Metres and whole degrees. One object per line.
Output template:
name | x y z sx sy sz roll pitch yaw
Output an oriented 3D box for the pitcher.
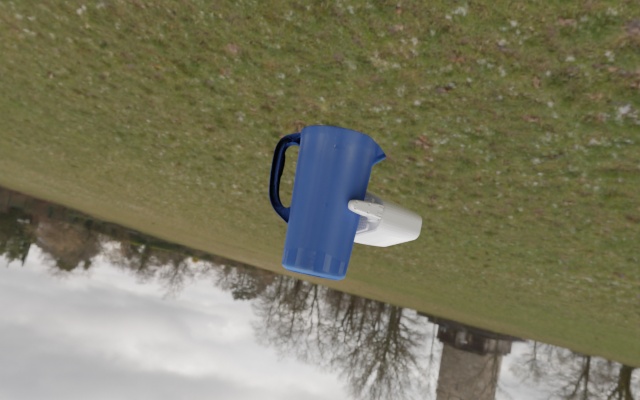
pitcher | 0.000 0.003 0.802 0.145 0.243 0.149 17 -9 -37
